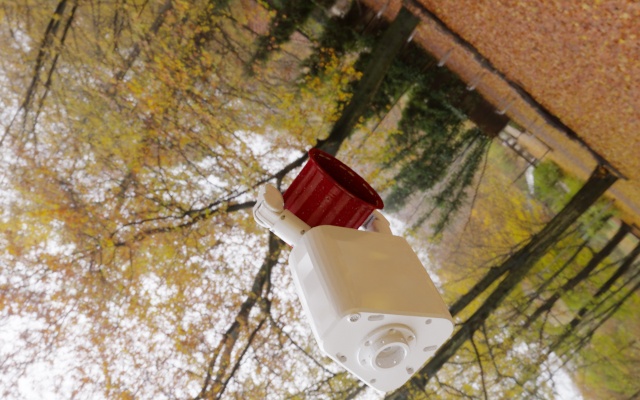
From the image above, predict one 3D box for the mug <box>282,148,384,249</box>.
[{"bbox_3d":[0.000,0.001,0.493,0.093,0.081,0.117,29,19,-28],"label":"mug"}]
